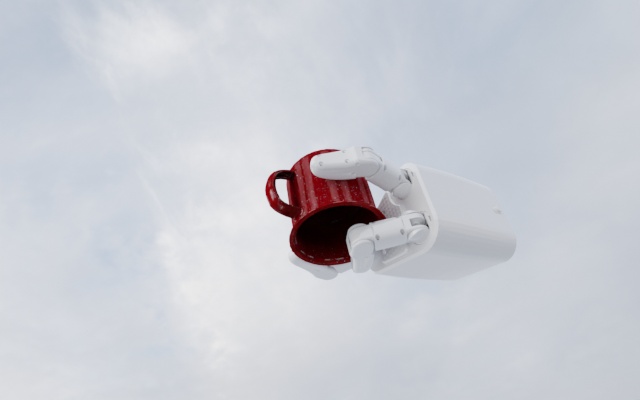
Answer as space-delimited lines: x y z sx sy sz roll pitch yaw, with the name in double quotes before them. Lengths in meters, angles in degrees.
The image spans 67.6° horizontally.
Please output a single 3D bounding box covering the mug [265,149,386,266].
"mug" -0.001 0.001 0.463 0.117 0.081 0.093 14 -48 -26
